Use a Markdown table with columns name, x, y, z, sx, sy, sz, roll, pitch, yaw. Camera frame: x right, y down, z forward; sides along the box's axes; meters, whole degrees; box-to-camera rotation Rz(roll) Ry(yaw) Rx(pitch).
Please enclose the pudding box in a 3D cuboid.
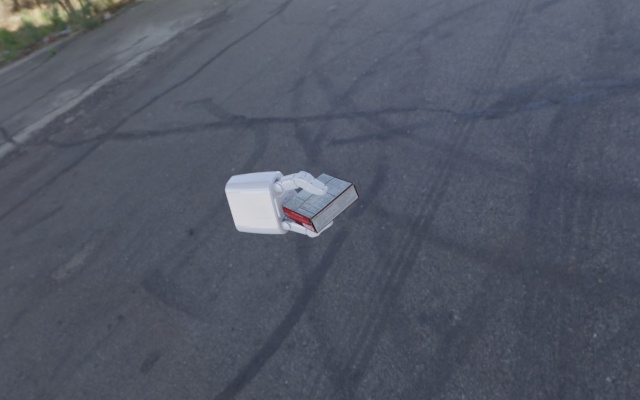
| name | x | y | z | sx | sy | sz | roll | pitch | yaw |
| --- | --- | --- | --- | --- | --- | --- | --- | --- | --- |
| pudding box | 0.000 | 0.003 | 0.865 | 0.113 | 0.039 | 0.090 | -41 | 37 | -22 |
